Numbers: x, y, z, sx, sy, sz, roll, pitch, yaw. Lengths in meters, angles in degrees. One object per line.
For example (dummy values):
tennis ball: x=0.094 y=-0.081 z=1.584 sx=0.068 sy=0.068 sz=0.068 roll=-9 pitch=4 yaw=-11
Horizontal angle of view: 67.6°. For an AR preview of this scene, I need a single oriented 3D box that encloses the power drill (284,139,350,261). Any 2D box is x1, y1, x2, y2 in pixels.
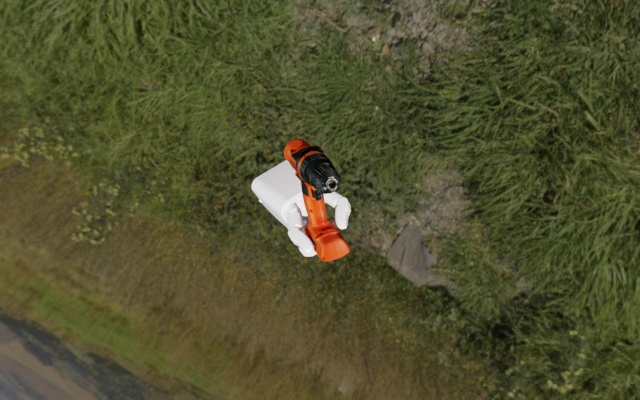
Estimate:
power drill: x=0.000 y=0.003 z=0.786 sx=0.057 sy=0.188 sz=0.184 roll=-17 pitch=27 yaw=-12
